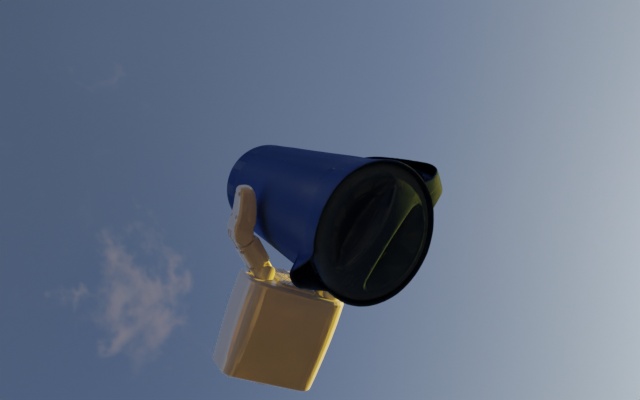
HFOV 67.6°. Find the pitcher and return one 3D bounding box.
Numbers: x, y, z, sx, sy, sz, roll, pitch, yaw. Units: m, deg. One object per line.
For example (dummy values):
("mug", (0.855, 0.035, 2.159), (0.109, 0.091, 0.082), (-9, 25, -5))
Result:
("pitcher", (0.000, 0.002, 0.515), (0.149, 0.145, 0.242), (16, 4, -34))
